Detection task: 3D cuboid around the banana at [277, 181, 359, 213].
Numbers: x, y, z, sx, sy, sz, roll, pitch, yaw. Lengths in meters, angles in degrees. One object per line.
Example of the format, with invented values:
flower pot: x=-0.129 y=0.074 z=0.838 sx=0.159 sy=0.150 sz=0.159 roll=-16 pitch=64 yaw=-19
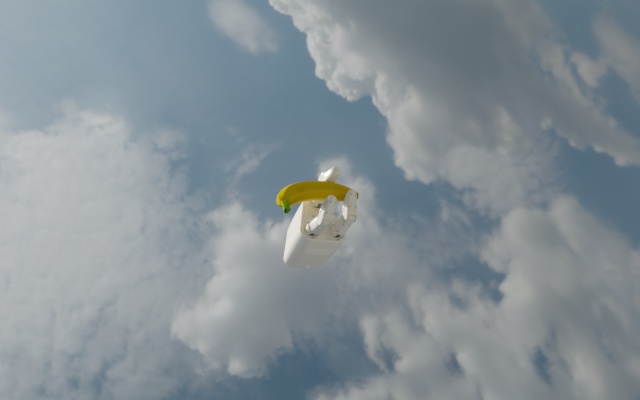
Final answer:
banana: x=-0.013 y=-0.009 z=0.884 sx=0.198 sy=0.037 sz=0.069 roll=-12 pitch=50 yaw=-45
